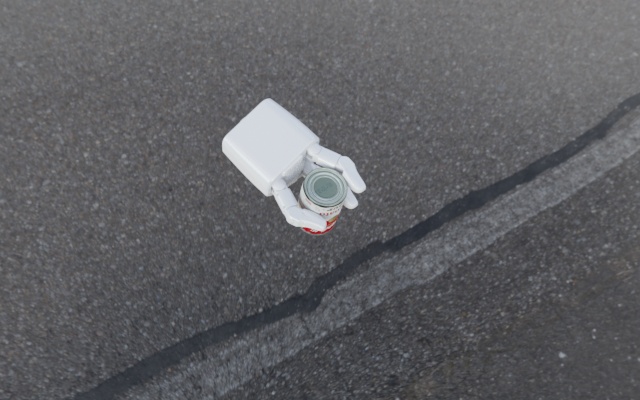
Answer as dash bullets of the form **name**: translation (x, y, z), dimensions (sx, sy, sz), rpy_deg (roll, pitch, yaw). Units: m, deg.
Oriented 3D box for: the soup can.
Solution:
- **soup can**: translation (0.000, 0.003, 0.735), dimensions (0.068, 0.068, 0.102), rpy_deg (0, -27, -10)
